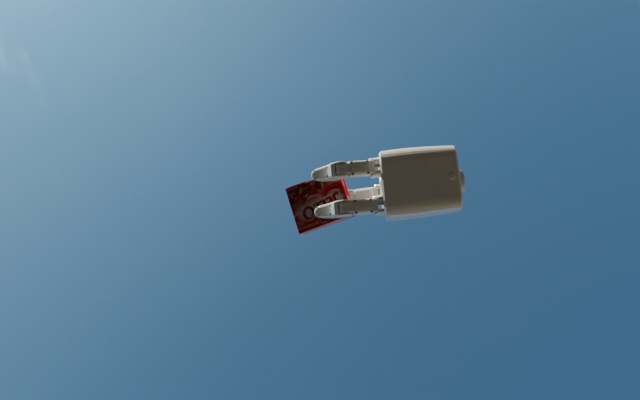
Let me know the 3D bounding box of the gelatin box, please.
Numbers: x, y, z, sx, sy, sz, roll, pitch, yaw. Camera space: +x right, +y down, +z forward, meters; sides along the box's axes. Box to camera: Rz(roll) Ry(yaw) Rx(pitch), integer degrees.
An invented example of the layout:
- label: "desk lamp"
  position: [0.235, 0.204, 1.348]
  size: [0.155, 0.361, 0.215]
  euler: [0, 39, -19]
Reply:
- label: "gelatin box"
  position: [0.000, 0.002, 0.715]
  size: [0.089, 0.073, 0.030]
  euler: [-20, -10, 14]
